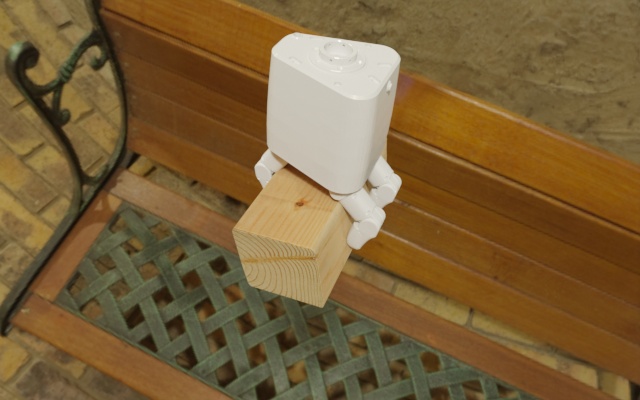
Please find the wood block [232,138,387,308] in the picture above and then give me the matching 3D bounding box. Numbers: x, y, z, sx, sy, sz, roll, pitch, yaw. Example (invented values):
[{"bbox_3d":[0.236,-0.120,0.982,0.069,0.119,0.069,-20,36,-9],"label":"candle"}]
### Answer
[{"bbox_3d":[0.000,0.001,0.534,0.091,0.090,0.206,13,46,22],"label":"wood block"}]
